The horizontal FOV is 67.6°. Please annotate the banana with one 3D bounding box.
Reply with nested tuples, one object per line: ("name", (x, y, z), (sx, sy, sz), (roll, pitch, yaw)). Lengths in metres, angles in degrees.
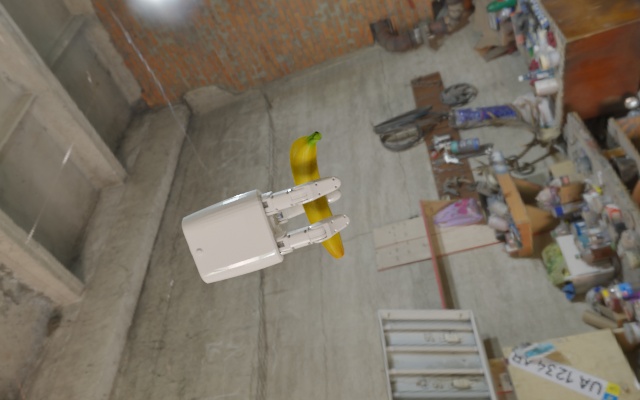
("banana", (-0.008, -0.009, 0.648), (0.037, 0.198, 0.069), (-23, 33, -14))
